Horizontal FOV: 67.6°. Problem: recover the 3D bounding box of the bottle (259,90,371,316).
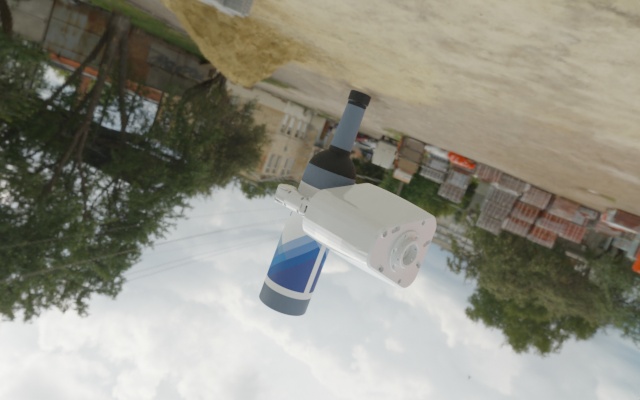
[{"bbox_3d":[0.000,0.002,0.619,0.069,0.296,0.069,20,8,-3],"label":"bottle"}]
